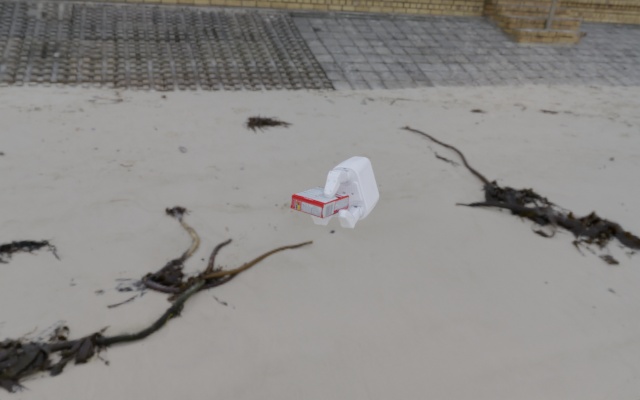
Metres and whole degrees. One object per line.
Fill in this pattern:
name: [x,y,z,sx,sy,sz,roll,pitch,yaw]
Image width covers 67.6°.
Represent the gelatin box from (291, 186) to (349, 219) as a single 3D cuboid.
gelatin box: [0.000,0.003,0.886,0.073,0.030,0.089,17,20,31]
